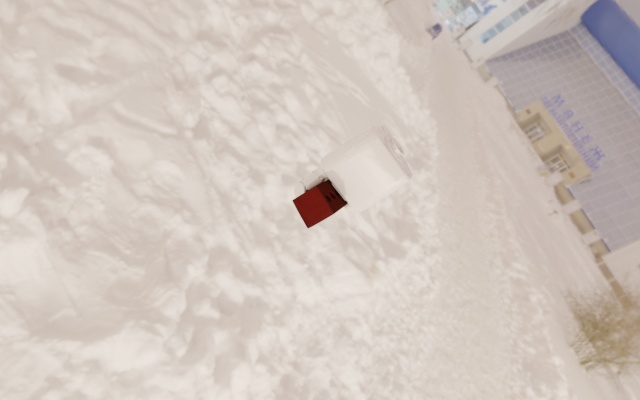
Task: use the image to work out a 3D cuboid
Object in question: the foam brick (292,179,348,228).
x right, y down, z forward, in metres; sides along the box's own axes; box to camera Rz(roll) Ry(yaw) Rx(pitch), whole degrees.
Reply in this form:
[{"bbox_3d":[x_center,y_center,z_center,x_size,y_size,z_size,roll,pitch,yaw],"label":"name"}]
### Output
[{"bbox_3d":[0.000,0.003,0.768,0.051,0.053,0.078,-30,1,24],"label":"foam brick"}]
